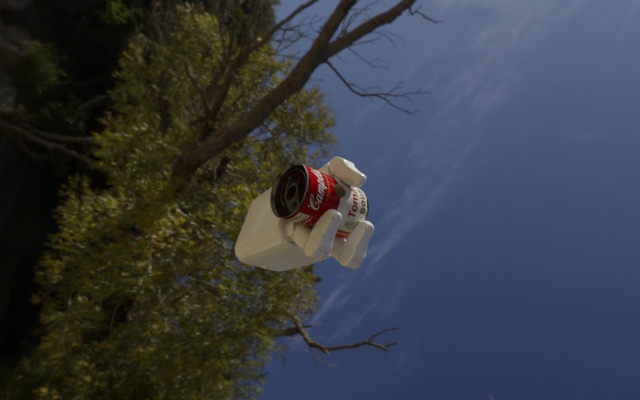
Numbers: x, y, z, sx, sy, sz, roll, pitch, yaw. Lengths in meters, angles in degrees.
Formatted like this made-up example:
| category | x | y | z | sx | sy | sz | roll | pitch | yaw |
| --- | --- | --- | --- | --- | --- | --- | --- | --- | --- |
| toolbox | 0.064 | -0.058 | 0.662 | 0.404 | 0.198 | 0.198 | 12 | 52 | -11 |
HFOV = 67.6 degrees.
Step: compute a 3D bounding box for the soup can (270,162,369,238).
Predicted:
| category | x | y | z | sx | sy | sz | roll | pitch | yaw |
| --- | --- | --- | --- | --- | --- | --- | --- | --- | --- |
| soup can | 0.001 | 0.002 | 0.575 | 0.102 | 0.068 | 0.068 | 21 | -13 | -38 |
